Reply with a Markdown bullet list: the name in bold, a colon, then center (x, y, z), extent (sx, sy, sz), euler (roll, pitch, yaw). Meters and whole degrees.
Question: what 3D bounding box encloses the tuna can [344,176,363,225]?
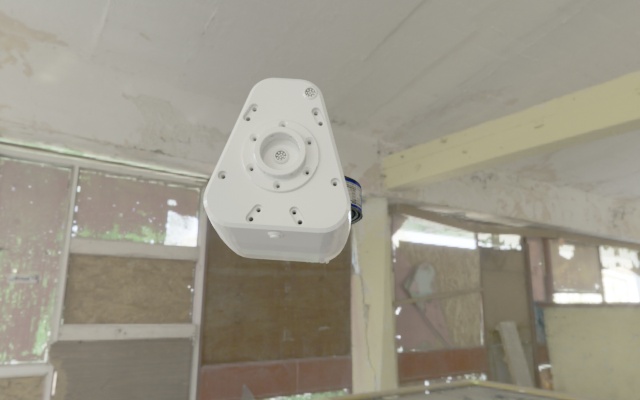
- **tuna can**: center (0.000, 0.001, 0.489), extent (0.086, 0.033, 0.086), euler (1, -18, 0)
